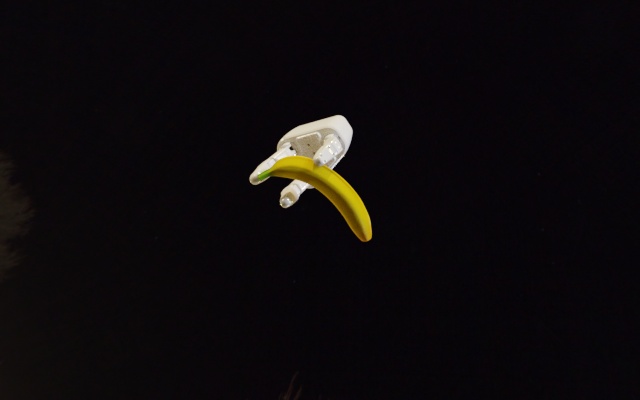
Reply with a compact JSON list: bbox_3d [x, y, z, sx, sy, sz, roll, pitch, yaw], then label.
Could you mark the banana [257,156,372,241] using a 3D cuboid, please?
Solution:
[{"bbox_3d":[0.007,-0.014,0.723,0.198,0.070,0.037,31,22,-3],"label":"banana"}]
